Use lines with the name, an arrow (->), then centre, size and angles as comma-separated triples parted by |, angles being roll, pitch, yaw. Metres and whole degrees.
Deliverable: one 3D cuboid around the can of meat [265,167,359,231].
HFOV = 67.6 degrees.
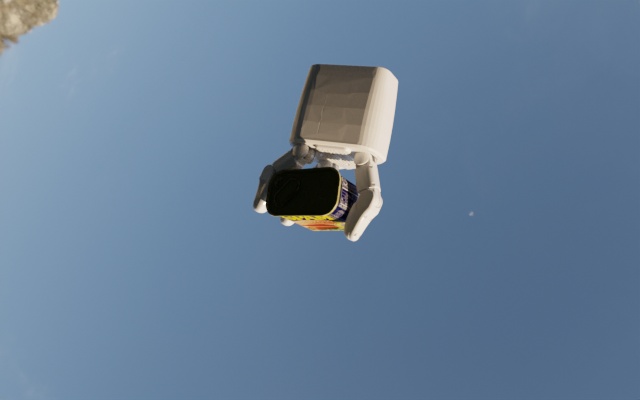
can of meat -> 0.000, 0.002, 0.576 | 0.102, 0.057, 0.084 | -2, -17, 34
